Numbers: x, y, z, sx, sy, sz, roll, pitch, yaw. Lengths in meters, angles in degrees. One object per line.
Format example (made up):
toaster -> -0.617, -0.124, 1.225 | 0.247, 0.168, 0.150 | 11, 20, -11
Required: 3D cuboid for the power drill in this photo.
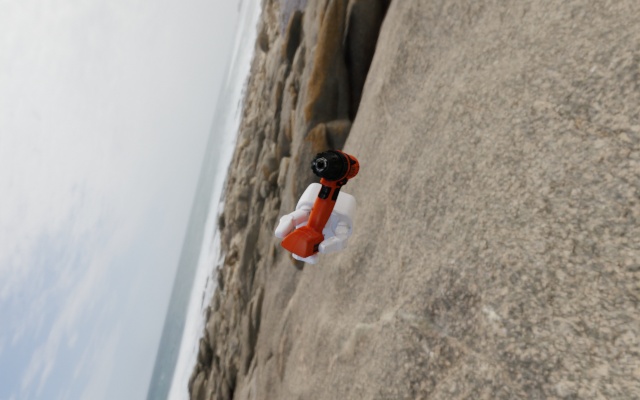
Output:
power drill -> 0.000, 0.003, 0.814 | 0.057, 0.188, 0.184 | 29, 11, 16
